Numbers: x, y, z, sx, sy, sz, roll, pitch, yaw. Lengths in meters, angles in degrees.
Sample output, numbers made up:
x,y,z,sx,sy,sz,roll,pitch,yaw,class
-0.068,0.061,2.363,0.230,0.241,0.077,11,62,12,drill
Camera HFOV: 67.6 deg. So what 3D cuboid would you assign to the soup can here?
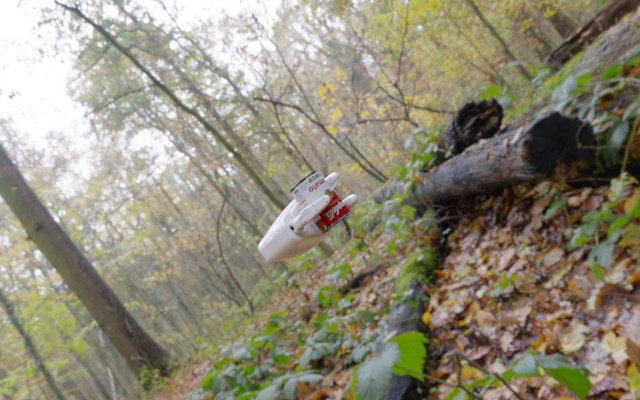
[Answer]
x,y,z,sx,sy,sz,roll,pitch,yaw,class
0.000,0.002,0.895,0.068,0.102,0.068,-39,-5,-4,soup can
